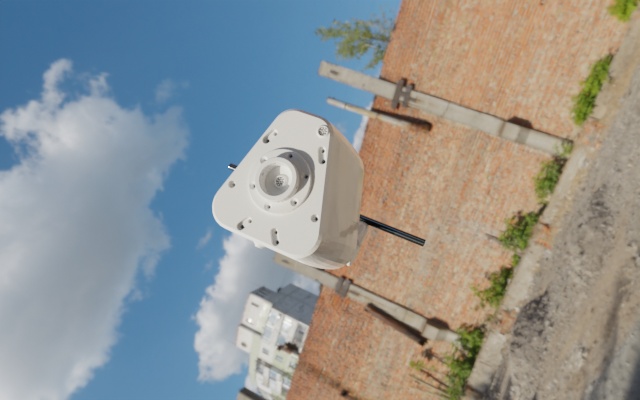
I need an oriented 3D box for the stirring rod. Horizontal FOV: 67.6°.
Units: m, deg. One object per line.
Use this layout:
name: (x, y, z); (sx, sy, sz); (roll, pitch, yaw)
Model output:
stirring rod: (0.000, 0.002, 0.526); (0.239, 0.011, 0.011); (22, 7, 18)
